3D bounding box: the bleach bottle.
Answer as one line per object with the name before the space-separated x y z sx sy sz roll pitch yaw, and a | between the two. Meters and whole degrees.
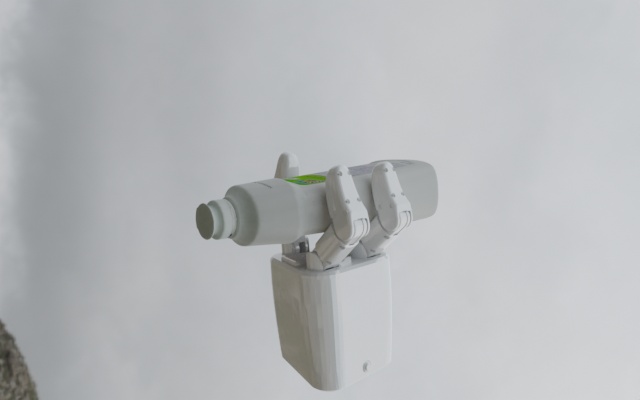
bleach bottle | 0.000 0.001 0.448 0.251 0.068 0.102 -9 7 -41
